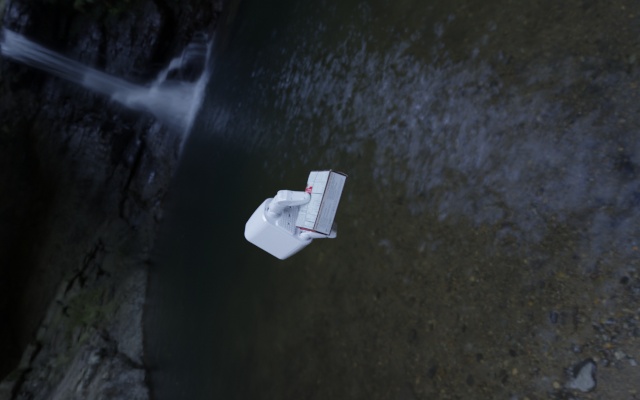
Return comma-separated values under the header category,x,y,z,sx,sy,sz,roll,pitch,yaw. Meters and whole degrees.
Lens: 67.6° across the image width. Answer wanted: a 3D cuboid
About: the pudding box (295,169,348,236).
category,x,y,z,sx,sy,sz,roll,pitch,yaw
pudding box,0.000,0.003,0.852,0.039,0.113,0.090,17,-4,-24
